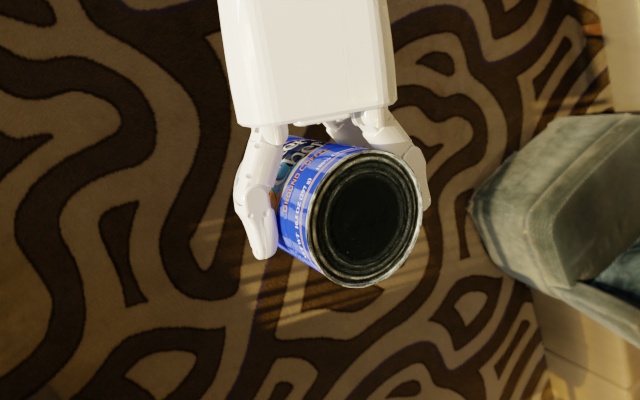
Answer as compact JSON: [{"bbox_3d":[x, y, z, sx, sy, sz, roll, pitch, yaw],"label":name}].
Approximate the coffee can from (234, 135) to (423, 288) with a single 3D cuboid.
[{"bbox_3d":[0.000,0.001,0.400,0.103,0.103,0.140,0,11,-31],"label":"coffee can"}]
